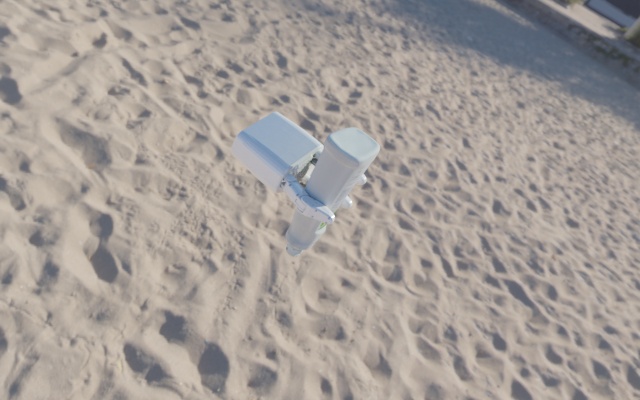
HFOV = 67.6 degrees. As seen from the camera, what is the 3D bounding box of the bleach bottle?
[{"bbox_3d":[0.000,0.003,0.777,0.068,0.251,0.102,40,34,14],"label":"bleach bottle"}]
